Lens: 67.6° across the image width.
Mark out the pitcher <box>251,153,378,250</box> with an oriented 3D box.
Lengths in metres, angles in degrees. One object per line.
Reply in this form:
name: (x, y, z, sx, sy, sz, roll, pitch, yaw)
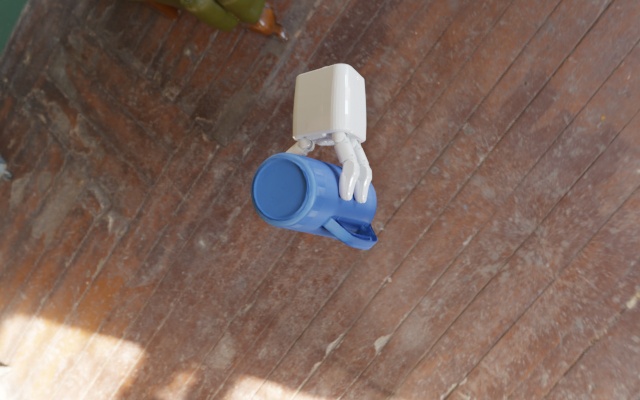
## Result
pitcher: (0.000, 0.002, 0.776, 0.149, 0.145, 0.243, 2, -4, 25)
